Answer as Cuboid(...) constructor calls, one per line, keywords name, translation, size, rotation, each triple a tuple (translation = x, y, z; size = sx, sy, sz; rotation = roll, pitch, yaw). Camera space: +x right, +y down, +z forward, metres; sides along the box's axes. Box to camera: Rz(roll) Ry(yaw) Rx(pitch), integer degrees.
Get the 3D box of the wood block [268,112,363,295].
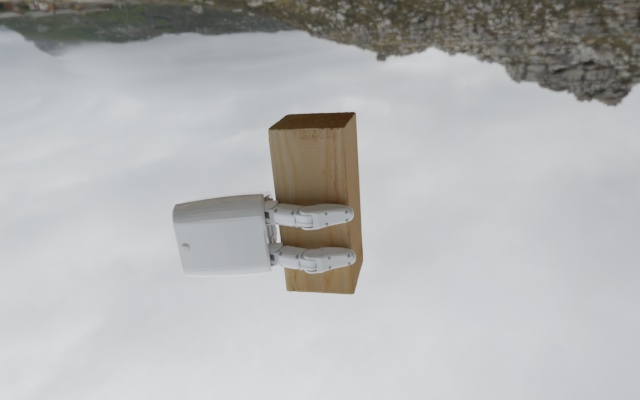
Cuboid(name="wood block", translation=(0.000, 0.002, 0.592), size=(0.090, 0.206, 0.090), rotation=(0, 22, 12))
